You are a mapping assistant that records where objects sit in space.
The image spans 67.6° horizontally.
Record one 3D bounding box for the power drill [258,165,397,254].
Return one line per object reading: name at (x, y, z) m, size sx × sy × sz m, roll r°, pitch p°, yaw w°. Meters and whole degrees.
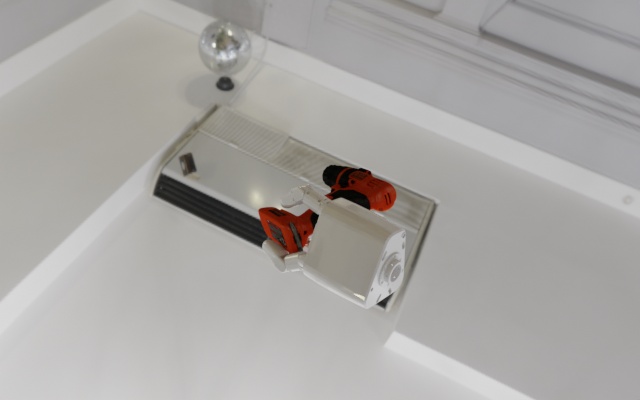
power drill at (0.000, 0.003, 0.757) m, size 0.187 × 0.057 × 0.184 m, roll -29°, pitch 25°, yaw -20°
